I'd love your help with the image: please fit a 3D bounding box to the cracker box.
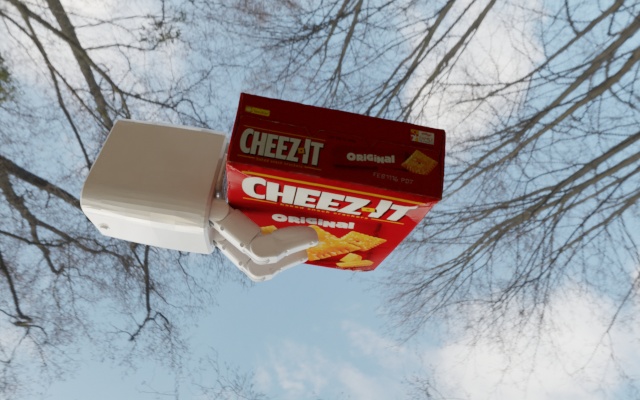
[{"bbox_3d":[0.000,0.001,0.449,0.164,0.072,0.214,9,-24,-5],"label":"cracker box"}]
